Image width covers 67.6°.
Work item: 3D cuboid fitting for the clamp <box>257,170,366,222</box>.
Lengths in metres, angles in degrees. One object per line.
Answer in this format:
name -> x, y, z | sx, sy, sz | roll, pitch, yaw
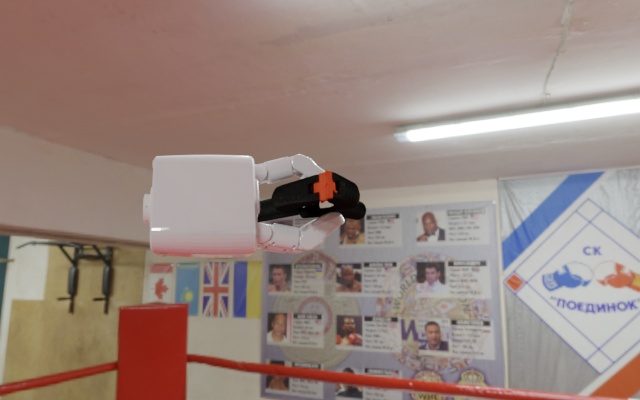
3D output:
clamp -> 0.000, 0.001, 0.549 | 0.164, 0.036, 0.210 | -2, -9, -15
